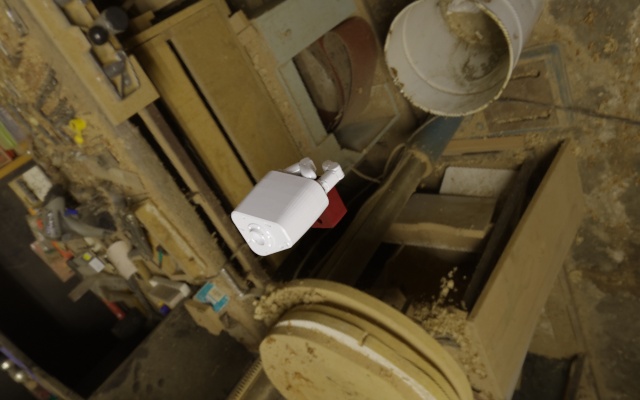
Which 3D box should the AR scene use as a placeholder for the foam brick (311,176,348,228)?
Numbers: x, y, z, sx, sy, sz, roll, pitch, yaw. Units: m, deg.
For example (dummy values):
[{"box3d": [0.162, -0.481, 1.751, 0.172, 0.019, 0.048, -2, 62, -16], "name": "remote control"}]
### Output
[{"box3d": [0.000, 0.003, 0.816, 0.053, 0.078, 0.051, -2, 37, 41], "name": "foam brick"}]
